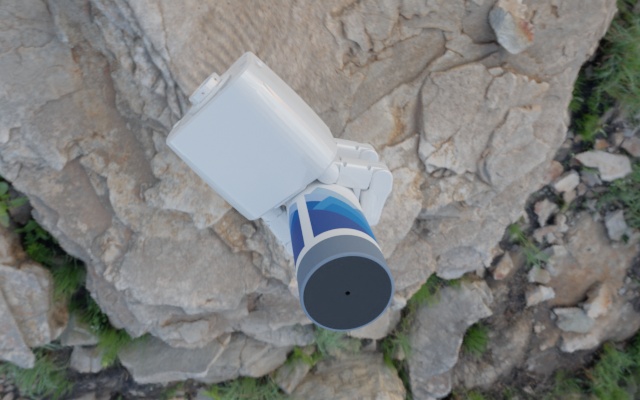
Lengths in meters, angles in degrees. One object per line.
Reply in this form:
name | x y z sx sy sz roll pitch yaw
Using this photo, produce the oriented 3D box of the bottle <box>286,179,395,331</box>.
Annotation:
bottle | 0.000 0.002 0.459 0.069 0.069 0.295 0 25 -8
